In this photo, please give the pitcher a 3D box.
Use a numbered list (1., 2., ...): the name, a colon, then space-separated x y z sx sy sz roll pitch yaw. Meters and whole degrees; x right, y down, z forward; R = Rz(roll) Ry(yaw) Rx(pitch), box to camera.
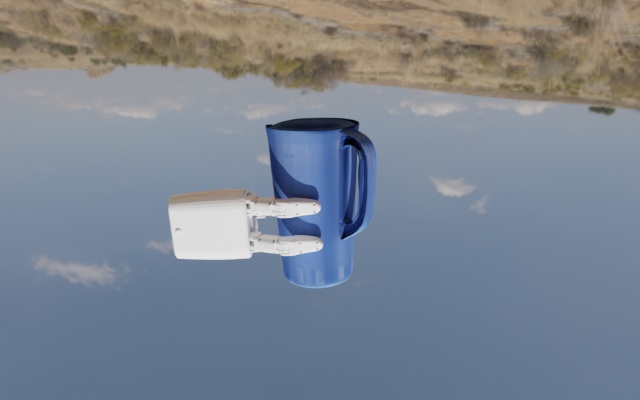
1. pitcher: 0.000 0.002 0.699 0.145 0.243 0.149 -3 17 -3
